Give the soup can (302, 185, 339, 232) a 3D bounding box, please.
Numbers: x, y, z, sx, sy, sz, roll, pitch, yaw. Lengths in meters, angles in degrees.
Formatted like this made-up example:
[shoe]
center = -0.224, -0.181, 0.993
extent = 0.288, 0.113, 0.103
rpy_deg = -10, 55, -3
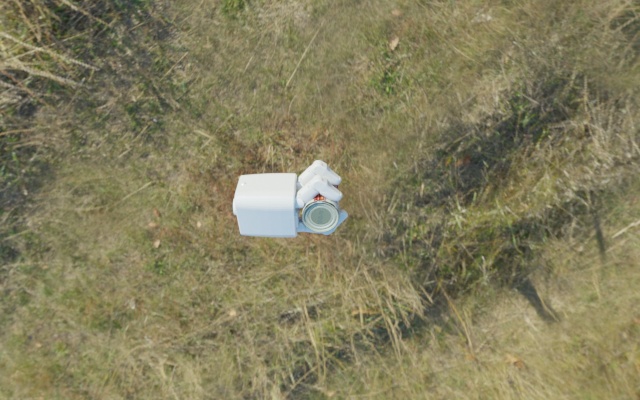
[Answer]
[soup can]
center = 0.001, 0.003, 0.876
extent = 0.068, 0.068, 0.102
rpy_deg = 0, 32, 0
